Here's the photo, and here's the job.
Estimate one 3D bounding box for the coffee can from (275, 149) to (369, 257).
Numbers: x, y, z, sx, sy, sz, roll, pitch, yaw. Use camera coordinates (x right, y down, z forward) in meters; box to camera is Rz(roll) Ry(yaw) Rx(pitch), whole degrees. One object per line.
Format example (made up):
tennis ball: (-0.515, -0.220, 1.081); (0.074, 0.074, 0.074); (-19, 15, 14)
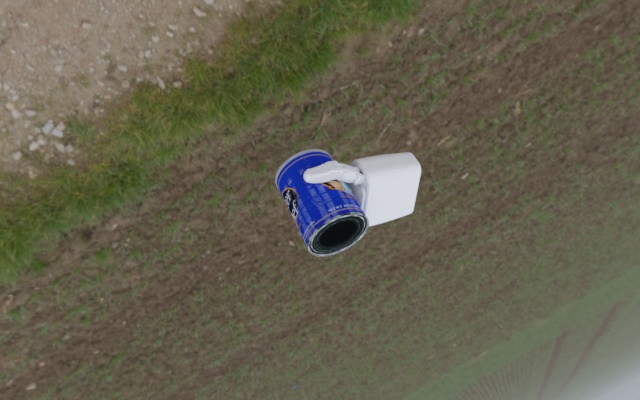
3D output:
coffee can: (0.000, 0.002, 0.757); (0.103, 0.140, 0.103); (-19, -34, -14)
